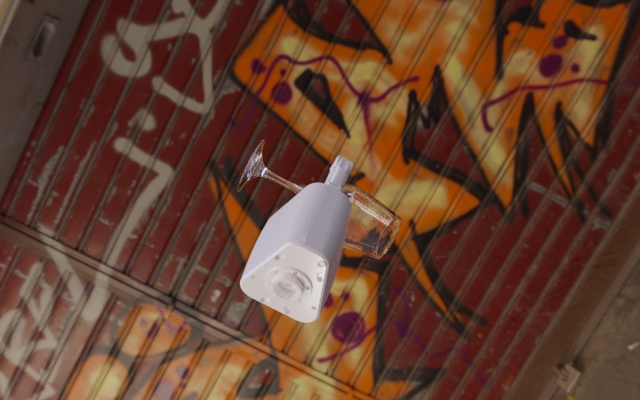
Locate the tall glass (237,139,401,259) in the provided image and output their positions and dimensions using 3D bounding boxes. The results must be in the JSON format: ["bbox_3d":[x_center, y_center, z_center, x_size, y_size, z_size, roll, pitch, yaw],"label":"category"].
[{"bbox_3d":[0.000,0.002,0.605,0.201,0.079,0.079,27,-2,-4],"label":"tall glass"}]
